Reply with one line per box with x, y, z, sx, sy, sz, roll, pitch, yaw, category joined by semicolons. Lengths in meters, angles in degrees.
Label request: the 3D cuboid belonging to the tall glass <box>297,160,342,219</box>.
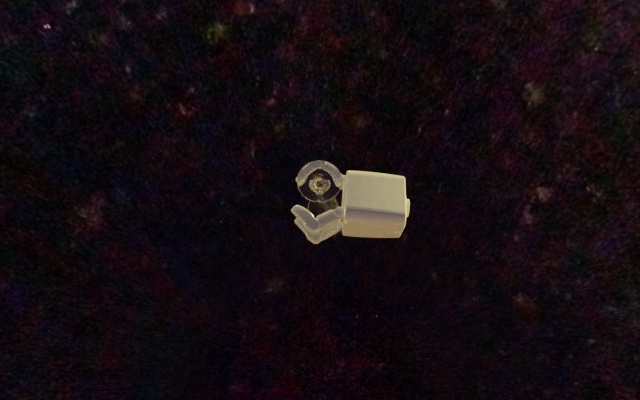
0.000;0.003;0.868;0.079;0.079;0.201;0;-20;1;tall glass
